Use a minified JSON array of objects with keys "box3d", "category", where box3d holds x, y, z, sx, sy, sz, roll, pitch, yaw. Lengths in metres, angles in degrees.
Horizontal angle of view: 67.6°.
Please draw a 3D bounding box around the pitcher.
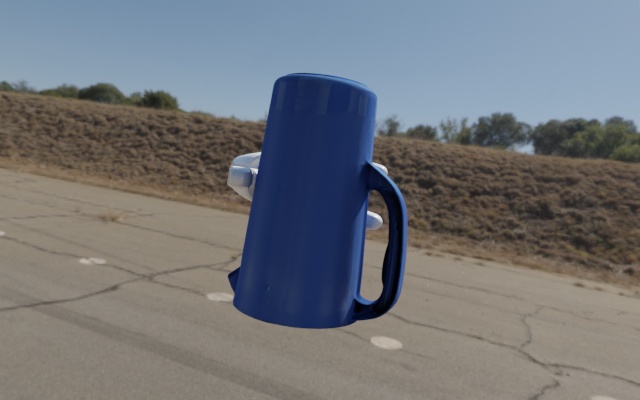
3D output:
[{"box3d":[0.000,0.002,0.493,0.149,0.243,0.145,7,4,-22],"category":"pitcher"}]
